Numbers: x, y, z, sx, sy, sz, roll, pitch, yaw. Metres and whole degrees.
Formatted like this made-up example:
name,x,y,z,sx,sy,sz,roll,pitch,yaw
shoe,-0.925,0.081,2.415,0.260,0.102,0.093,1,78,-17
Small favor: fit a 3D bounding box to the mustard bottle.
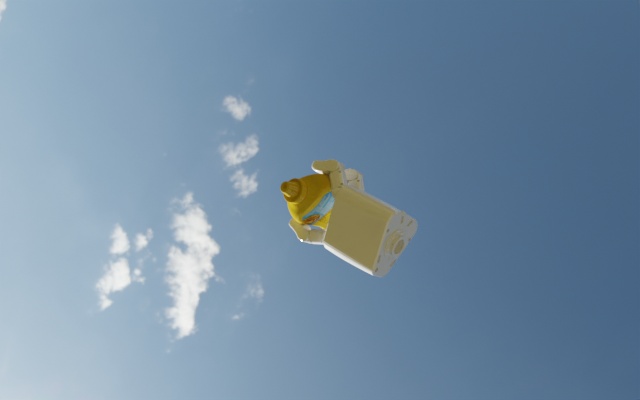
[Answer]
name,x,y,z,sx,sy,sz,roll,pitch,yaw
mustard bottle,0.000,0.003,0.816,0.096,0.058,0.192,-44,-36,18
